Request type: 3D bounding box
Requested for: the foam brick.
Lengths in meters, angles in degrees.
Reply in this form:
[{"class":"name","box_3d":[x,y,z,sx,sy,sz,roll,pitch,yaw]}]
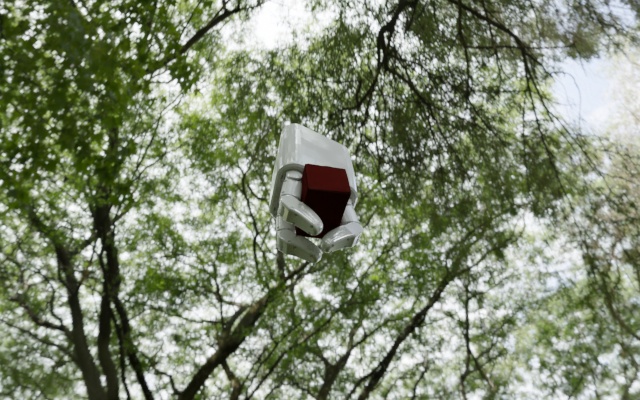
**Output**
[{"class":"foam brick","box_3d":[0.000,0.002,0.580,0.053,0.078,0.051,8,39,-12]}]
